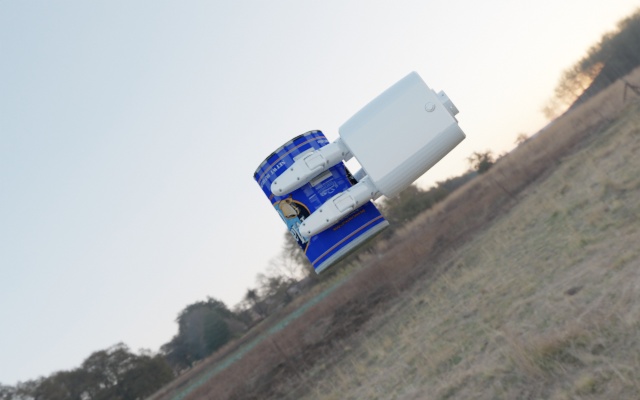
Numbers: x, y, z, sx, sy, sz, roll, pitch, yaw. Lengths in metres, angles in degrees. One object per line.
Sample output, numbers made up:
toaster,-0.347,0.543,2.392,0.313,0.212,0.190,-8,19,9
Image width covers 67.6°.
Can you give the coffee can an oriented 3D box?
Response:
coffee can,0.000,0.002,0.571,0.103,0.140,0.103,-34,-9,-6
